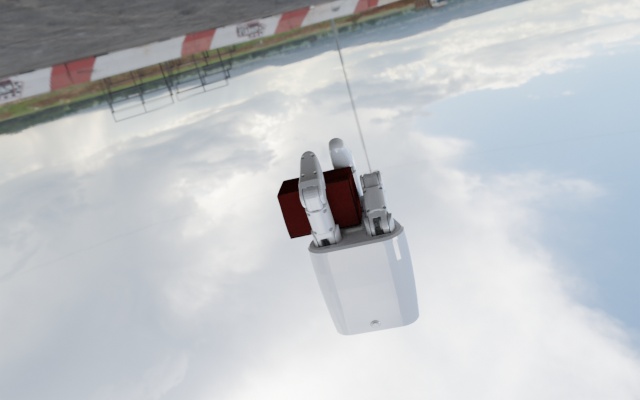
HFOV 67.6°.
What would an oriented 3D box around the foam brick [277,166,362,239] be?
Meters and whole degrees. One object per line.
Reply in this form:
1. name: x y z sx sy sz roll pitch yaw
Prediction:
1. foam brick: 0.000 0.002 0.504 0.078 0.051 0.053 -12 19 10
